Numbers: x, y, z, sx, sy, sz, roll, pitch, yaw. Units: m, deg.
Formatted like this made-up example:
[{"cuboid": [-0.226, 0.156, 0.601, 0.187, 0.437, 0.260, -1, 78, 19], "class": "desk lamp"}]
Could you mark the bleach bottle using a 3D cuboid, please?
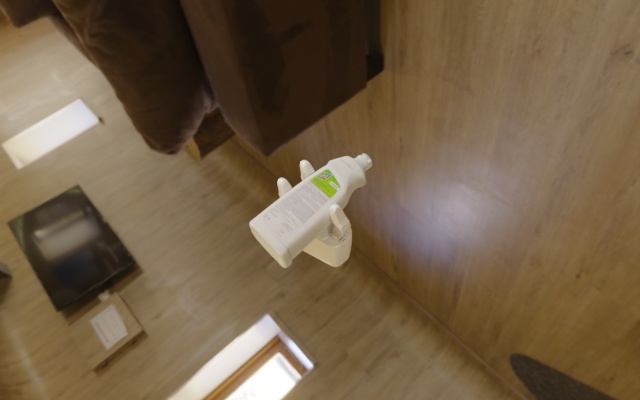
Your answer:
[{"cuboid": [0.000, 0.003, 0.854, 0.251, 0.102, 0.068, -38, -25, -18], "class": "bleach bottle"}]
